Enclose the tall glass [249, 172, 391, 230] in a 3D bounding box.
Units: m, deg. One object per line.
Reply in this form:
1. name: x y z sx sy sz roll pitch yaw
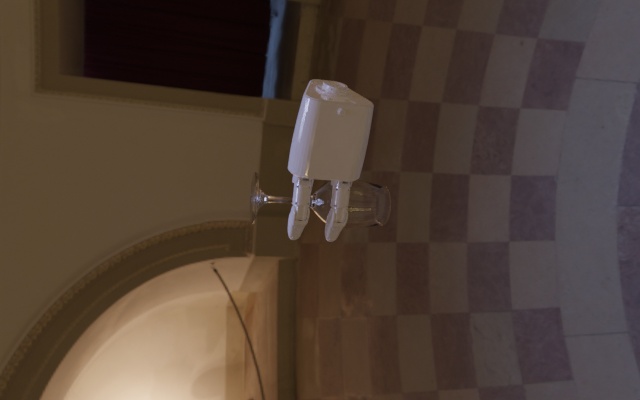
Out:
1. tall glass: -0.001 0.002 0.707 0.201 0.079 0.079 4 -1 -16
